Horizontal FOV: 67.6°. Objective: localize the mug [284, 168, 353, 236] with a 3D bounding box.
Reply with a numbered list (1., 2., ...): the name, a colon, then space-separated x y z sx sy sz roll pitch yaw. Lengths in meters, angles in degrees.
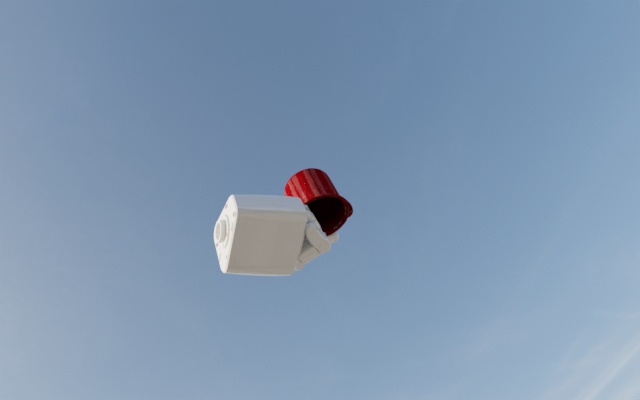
1. mug: 0.001 0.002 0.780 0.117 0.093 0.081 6 36 -29
